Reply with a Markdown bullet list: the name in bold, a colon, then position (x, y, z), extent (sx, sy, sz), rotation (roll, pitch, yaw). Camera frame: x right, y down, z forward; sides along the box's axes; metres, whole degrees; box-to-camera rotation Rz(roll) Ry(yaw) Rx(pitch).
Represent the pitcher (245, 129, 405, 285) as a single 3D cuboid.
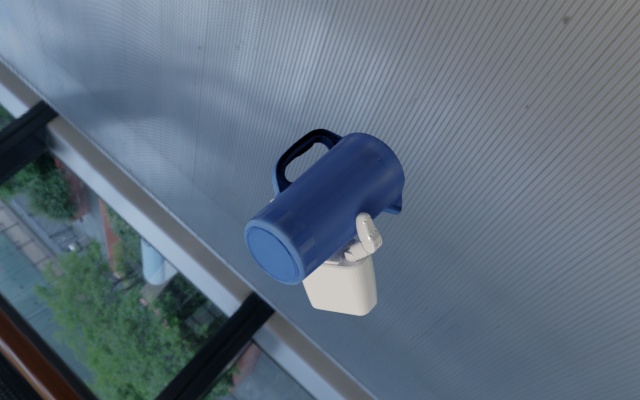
- **pitcher**: position (0.000, 0.002, 0.702), extent (0.149, 0.145, 0.242), rotation (15, 41, 38)
